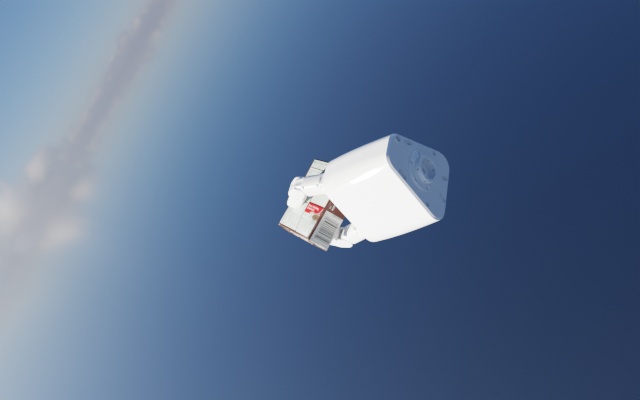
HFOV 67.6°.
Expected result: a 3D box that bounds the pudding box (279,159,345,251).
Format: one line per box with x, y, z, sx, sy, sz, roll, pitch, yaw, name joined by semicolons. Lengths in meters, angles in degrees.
0.000;0.002;0.656;0.039;0.113;0.090;34;-7;-31;pudding box
